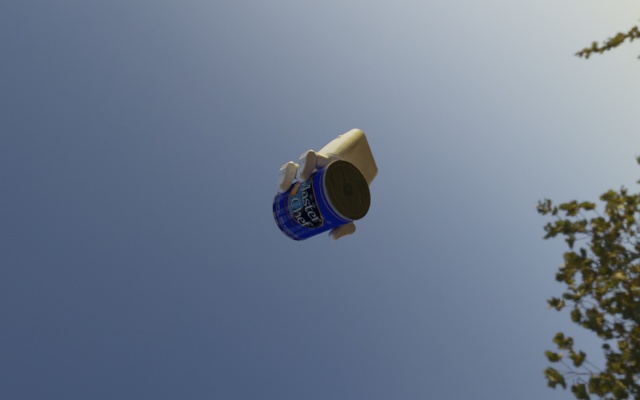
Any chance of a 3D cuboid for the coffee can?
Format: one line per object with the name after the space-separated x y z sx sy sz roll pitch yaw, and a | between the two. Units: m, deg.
0.000 0.003 0.814 0.103 0.102 0.140 0 -17 -43 | coffee can
